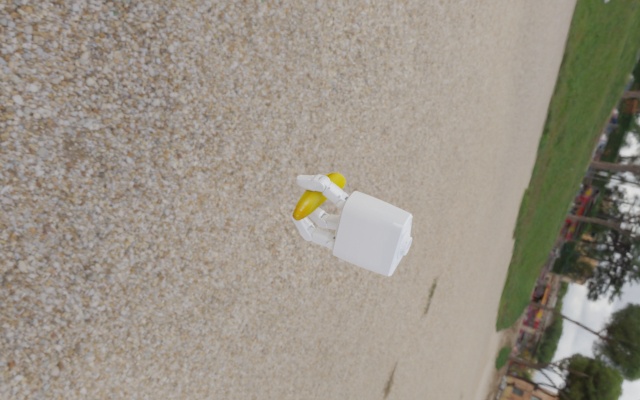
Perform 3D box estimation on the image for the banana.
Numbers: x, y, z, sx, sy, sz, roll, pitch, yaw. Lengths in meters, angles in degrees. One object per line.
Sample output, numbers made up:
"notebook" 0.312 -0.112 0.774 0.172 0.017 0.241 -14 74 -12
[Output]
"banana" 0.007 -0.014 0.866 0.037 0.070 0.197 25 20 15
